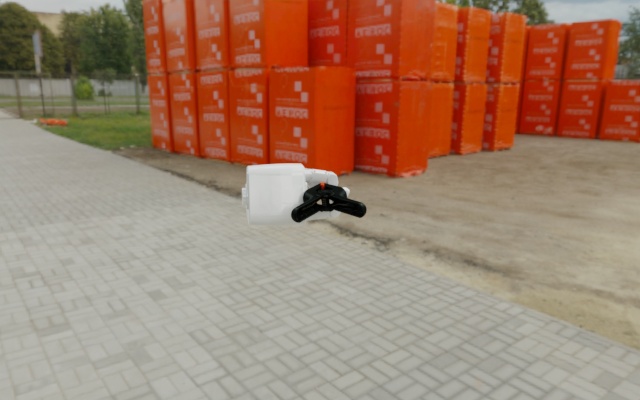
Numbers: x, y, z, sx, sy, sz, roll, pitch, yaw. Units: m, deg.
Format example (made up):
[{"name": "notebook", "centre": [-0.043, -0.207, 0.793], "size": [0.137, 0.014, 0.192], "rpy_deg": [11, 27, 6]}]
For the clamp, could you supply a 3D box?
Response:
[{"name": "clamp", "centre": [0.000, 0.002, 0.825], "size": [0.120, 0.039, 0.171], "rpy_deg": [-1, 12, -12]}]
